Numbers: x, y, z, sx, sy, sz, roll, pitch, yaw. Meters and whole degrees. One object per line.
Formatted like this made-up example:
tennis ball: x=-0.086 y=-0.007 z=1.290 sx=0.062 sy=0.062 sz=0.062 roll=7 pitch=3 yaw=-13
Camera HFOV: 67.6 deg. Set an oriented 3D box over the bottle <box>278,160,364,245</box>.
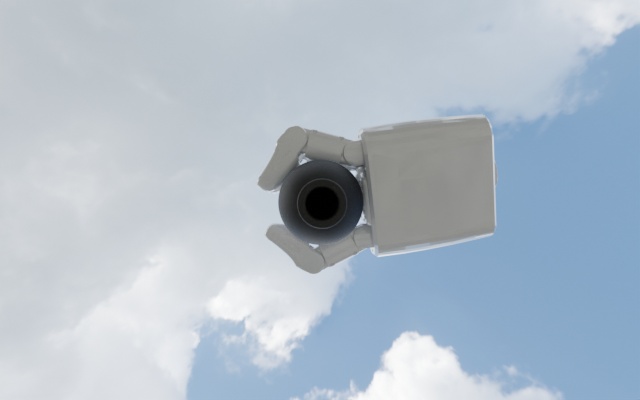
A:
bottle: x=0.000 y=0.001 z=0.407 sx=0.069 sy=0.069 sz=0.295 roll=0 pitch=0 yaw=0
